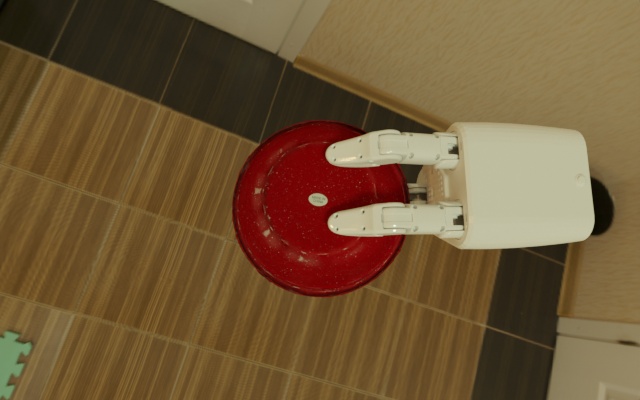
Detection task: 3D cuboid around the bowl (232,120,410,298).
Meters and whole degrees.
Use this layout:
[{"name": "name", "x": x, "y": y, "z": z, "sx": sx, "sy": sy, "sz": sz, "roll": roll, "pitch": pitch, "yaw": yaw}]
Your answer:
[{"name": "bowl", "x": -0.001, "y": 0.002, "z": 0.406, "sx": 0.162, "sy": 0.162, "sz": 0.055, "roll": 0, "pitch": -9, "yaw": 1}]
